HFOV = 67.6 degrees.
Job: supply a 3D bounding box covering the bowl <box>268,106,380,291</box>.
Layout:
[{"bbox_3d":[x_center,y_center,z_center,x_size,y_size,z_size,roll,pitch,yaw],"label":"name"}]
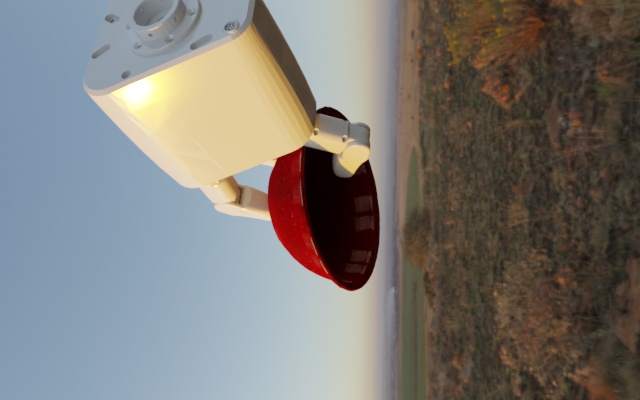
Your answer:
[{"bbox_3d":[0.000,0.002,0.431,0.055,0.162,0.162,-10,-4,27],"label":"bowl"}]
